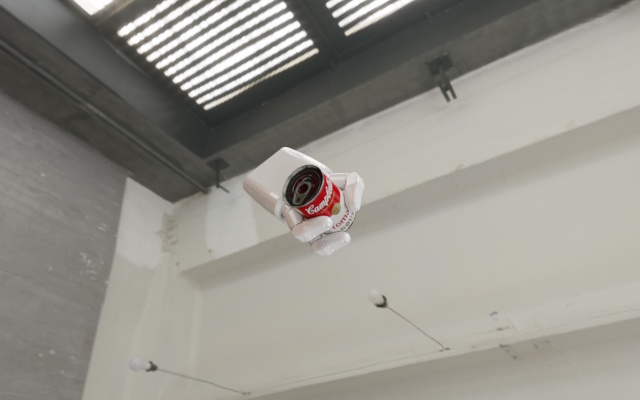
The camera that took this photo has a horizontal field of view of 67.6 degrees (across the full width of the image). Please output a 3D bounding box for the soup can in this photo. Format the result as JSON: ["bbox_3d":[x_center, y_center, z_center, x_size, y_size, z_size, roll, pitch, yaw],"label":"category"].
[{"bbox_3d":[0.001,0.003,0.699,0.068,0.068,0.102,0,-28,35],"label":"soup can"}]
